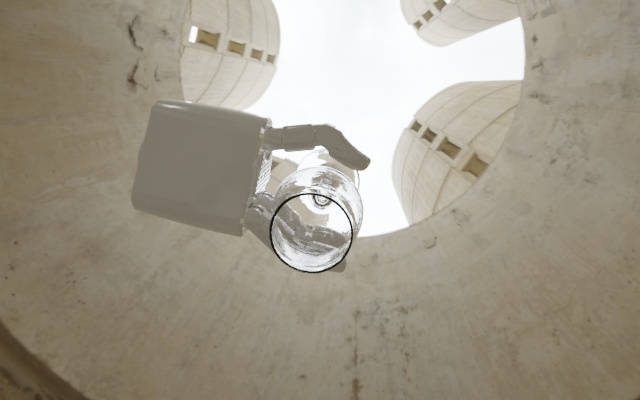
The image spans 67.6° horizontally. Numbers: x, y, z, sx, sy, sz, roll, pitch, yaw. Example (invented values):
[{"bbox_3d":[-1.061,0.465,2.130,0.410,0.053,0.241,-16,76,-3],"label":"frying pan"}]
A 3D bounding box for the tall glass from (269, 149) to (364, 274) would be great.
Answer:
[{"bbox_3d":[0.000,0.001,0.442,0.079,0.079,0.201,0,13,4],"label":"tall glass"}]
